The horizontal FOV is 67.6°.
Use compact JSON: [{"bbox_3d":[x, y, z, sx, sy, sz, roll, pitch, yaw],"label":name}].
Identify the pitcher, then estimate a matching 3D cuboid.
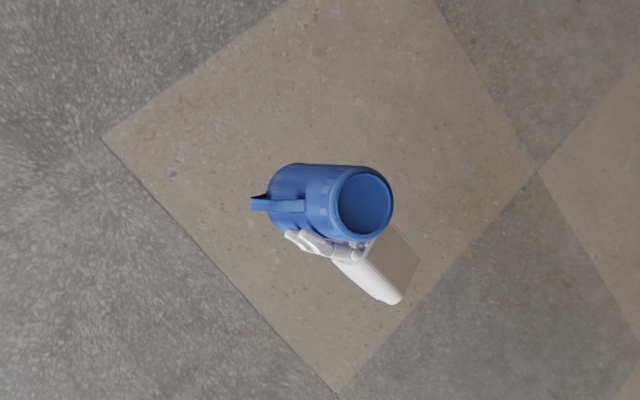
[{"bbox_3d":[0.000,0.003,0.768,0.145,0.149,0.243,46,-16,-19],"label":"pitcher"}]
